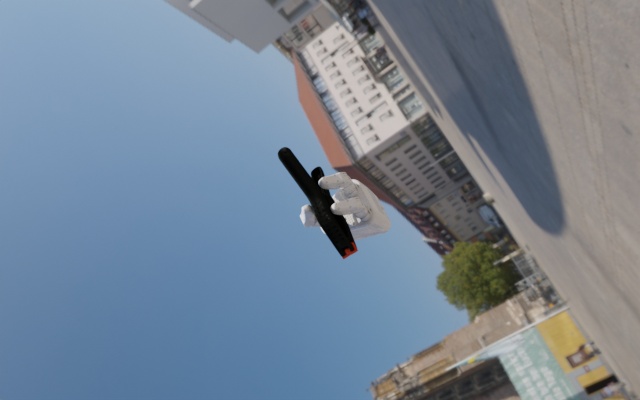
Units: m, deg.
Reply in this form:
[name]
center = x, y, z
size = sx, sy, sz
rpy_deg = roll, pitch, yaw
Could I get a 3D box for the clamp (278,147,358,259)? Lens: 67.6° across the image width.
[clamp]
center = 0.000, 0.004, 0.835
size = 0.036, 0.210, 0.164
rpy_deg = -33, -26, 15
